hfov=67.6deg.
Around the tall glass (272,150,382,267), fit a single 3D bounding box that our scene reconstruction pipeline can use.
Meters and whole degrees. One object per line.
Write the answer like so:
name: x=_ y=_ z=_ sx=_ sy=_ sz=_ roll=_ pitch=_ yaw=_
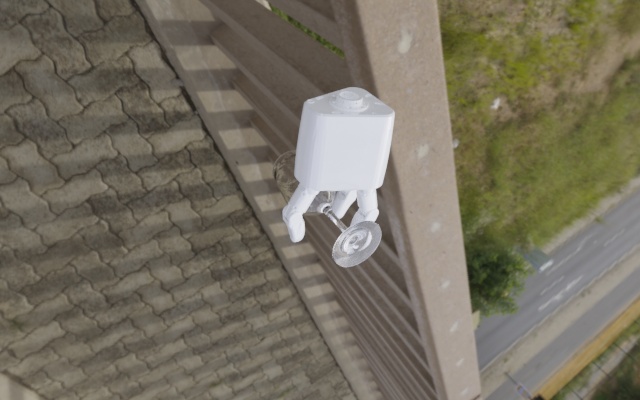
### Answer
tall glass: x=0.000 y=0.003 z=0.681 sx=0.079 sy=0.079 sz=0.201 roll=0 pitch=33 yaw=-35
